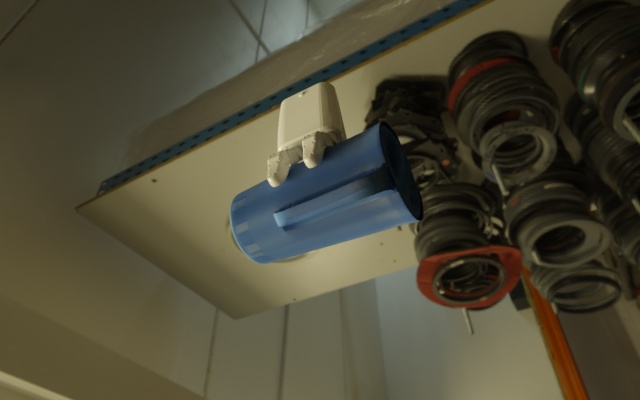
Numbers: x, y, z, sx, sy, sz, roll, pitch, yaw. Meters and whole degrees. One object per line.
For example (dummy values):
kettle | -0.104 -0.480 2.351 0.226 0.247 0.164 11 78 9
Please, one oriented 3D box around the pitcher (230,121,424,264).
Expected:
pitcher | 0.000 0.002 0.626 0.243 0.145 0.149 -22 -42 21
